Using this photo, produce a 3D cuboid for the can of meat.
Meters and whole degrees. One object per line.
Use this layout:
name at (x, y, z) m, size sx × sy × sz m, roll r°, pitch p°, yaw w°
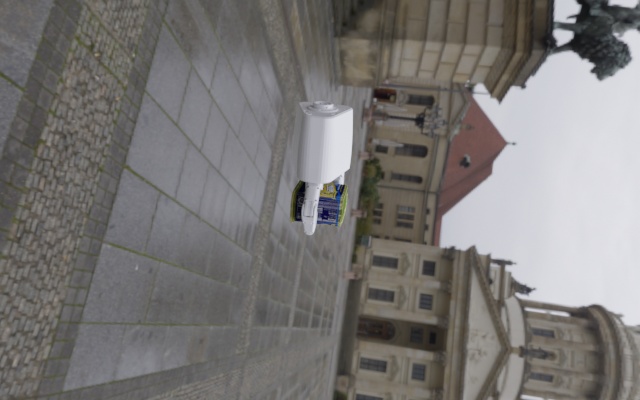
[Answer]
can of meat at (0.000, 0.003, 0.807) m, size 0.084 × 0.057 × 0.102 m, roll 7°, pitch 20°, yaw 7°
